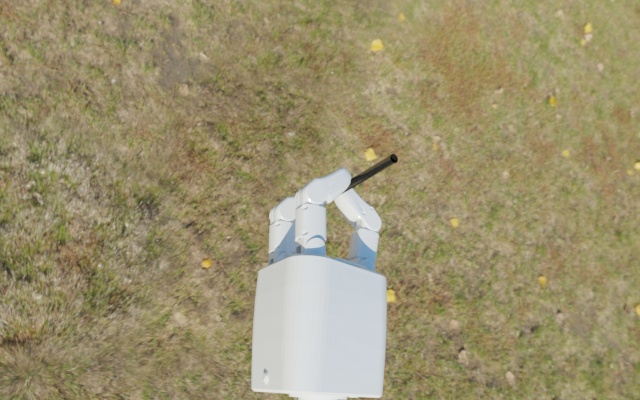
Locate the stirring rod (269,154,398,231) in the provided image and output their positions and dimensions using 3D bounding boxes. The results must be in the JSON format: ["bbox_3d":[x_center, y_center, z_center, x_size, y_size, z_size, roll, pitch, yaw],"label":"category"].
[{"bbox_3d":[0.000,0.002,0.487,0.011,0.011,0.239,0,-17,-31],"label":"stirring rod"}]
